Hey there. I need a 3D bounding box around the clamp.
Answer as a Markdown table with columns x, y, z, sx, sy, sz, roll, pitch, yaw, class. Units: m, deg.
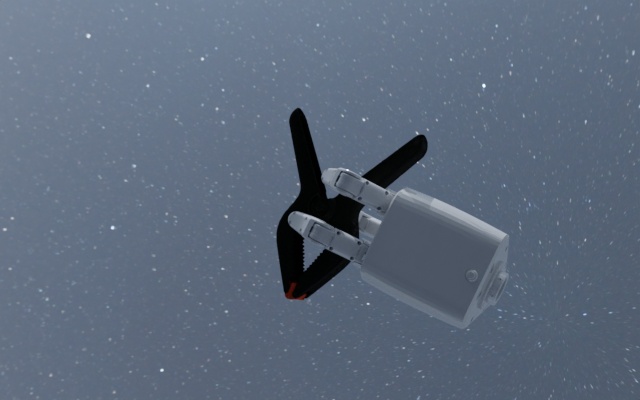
| x | y | z | sx | sy | sz | roll | pitch | yaw | class |
| --- | --- | --- | --- | --- | --- | --- | --- | --- | --- |
| 0.000 | 0.002 | 0.514 | 0.164 | 0.210 | 0.036 | 26 | 0 | 30 | clamp |
